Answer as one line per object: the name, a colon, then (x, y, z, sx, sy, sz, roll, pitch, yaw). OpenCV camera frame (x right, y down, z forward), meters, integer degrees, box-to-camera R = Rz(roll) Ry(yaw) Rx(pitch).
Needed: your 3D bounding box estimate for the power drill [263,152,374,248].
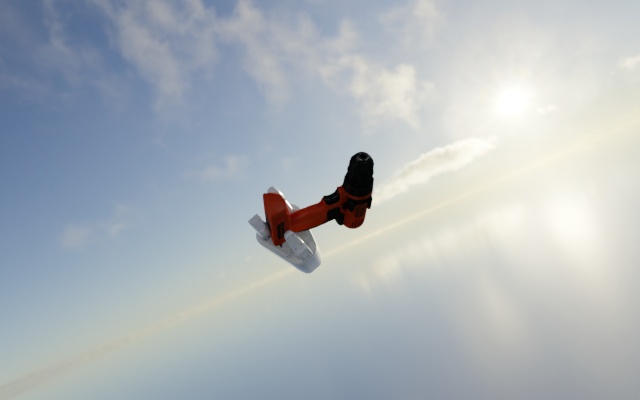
power drill: (0.000, 0.003, 0.806, 0.187, 0.057, 0.185, -14, -37, -13)
